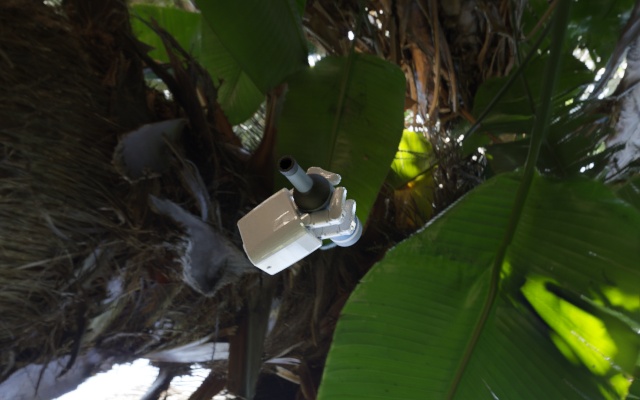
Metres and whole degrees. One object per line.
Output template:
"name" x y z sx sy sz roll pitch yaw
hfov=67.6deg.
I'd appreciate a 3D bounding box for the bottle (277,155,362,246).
"bottle" 0.000 0.003 0.814 0.069 0.069 0.296 0 -22 22
